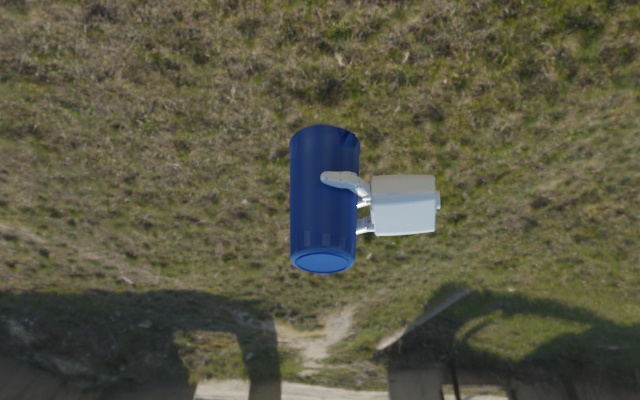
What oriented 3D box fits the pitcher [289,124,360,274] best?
[{"bbox_3d":[0.000,0.003,0.847,0.145,0.242,0.149,-3,-29,9],"label":"pitcher"}]
